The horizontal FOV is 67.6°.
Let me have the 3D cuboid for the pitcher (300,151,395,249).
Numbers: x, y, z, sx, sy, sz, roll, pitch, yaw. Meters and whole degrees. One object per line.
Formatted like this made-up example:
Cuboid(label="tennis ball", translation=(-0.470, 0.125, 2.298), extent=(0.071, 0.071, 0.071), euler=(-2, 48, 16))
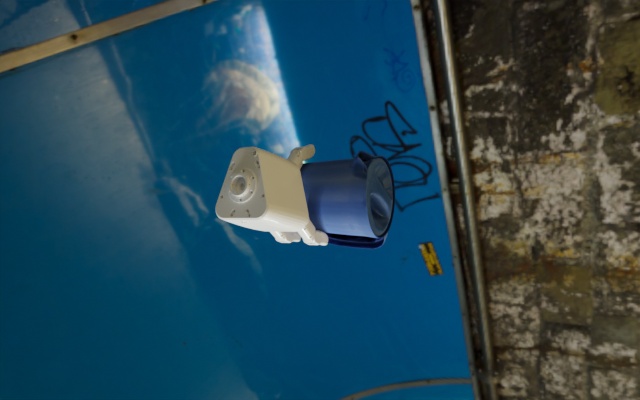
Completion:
Cuboid(label="pitcher", translation=(0.000, 0.003, 0.822), extent=(0.243, 0.149, 0.145), euler=(0, -7, 28))
